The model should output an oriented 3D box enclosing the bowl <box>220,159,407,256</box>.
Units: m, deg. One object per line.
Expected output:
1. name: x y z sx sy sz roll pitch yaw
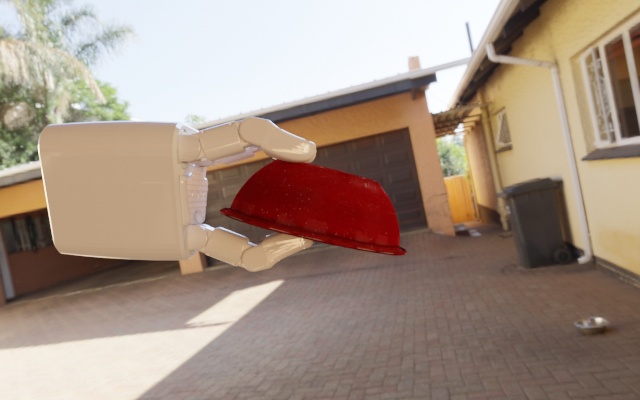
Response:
1. bowl: 0.001 0.001 0.409 0.162 0.055 0.162 13 0 0
